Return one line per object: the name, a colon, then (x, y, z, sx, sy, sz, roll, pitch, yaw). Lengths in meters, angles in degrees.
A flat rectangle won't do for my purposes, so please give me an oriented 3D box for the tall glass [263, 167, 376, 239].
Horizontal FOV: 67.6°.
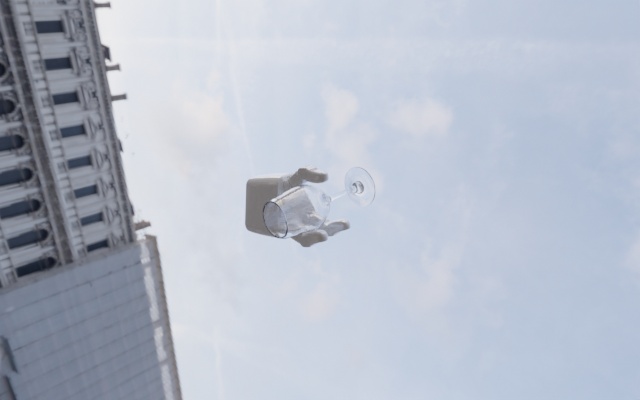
tall glass: (0.001, 0.002, 0.807, 0.201, 0.079, 0.079, -21, 14, -40)
